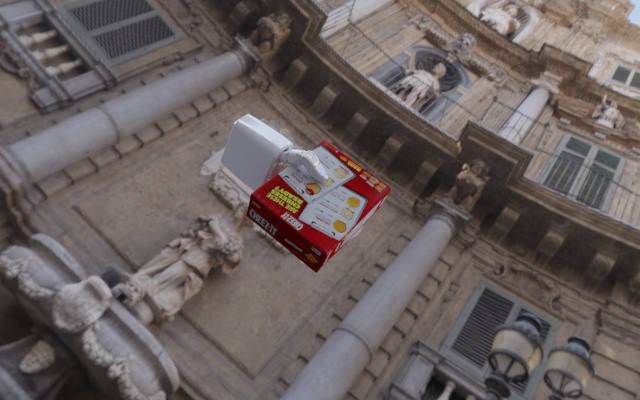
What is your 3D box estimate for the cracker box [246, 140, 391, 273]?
[{"bbox_3d":[0.000,0.003,0.853,0.164,0.072,0.213,37,49,13],"label":"cracker box"}]
